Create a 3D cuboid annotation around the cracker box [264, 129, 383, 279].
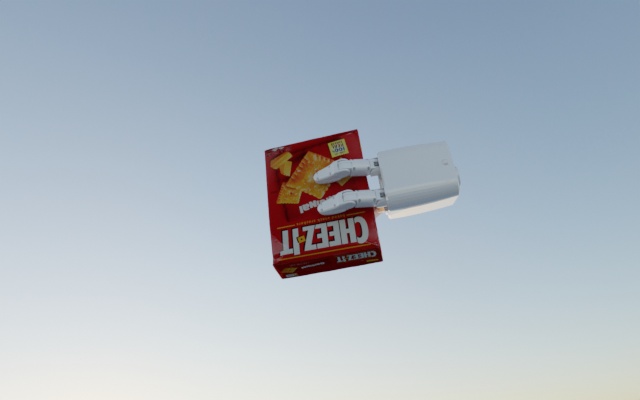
[{"bbox_3d":[0.000,0.002,0.765,0.164,0.213,0.072,-11,-29,7],"label":"cracker box"}]
